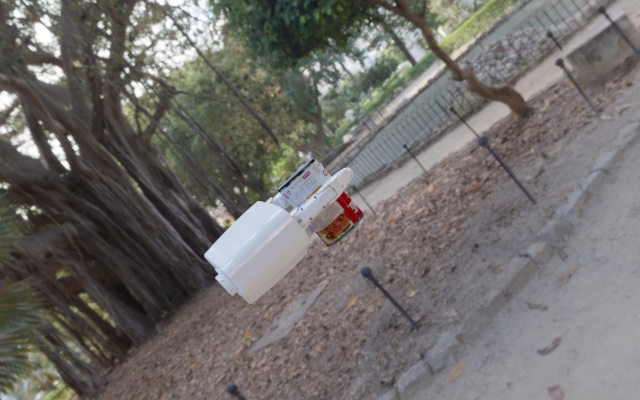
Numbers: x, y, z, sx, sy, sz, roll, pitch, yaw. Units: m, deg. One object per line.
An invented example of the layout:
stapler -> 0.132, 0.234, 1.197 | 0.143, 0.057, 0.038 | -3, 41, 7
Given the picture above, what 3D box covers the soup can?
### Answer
soup can -> 0.000, 0.002, 0.638 | 0.068, 0.102, 0.068 | -41, 7, 6
